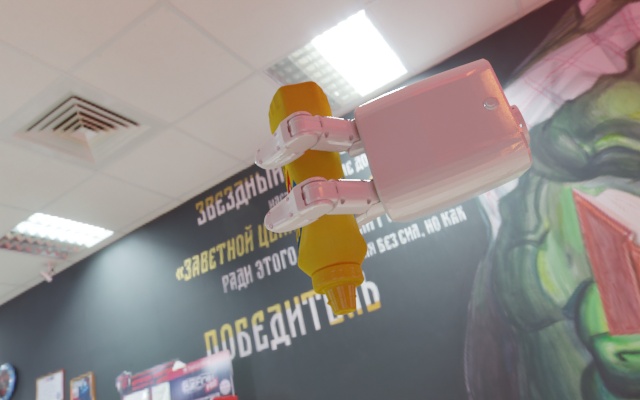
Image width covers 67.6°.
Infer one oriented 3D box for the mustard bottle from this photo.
[{"bbox_3d":[0.000,0.001,0.407,0.058,0.191,0.096,-11,-24,-6],"label":"mustard bottle"}]
